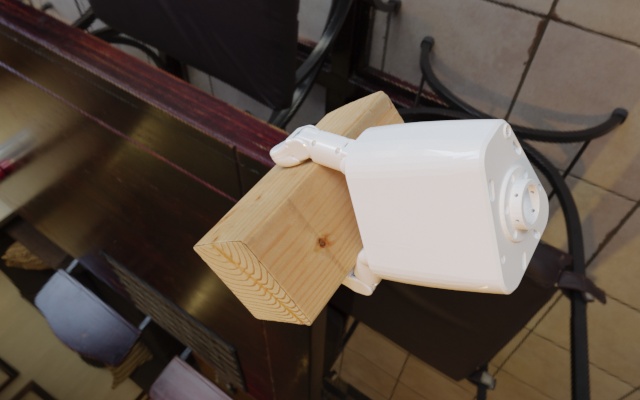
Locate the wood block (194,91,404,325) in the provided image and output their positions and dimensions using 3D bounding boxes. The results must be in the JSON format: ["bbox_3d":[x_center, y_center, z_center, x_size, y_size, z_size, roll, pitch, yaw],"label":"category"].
[{"bbox_3d":[0.000,0.001,0.436,0.090,0.091,0.206,-11,31,52],"label":"wood block"}]
